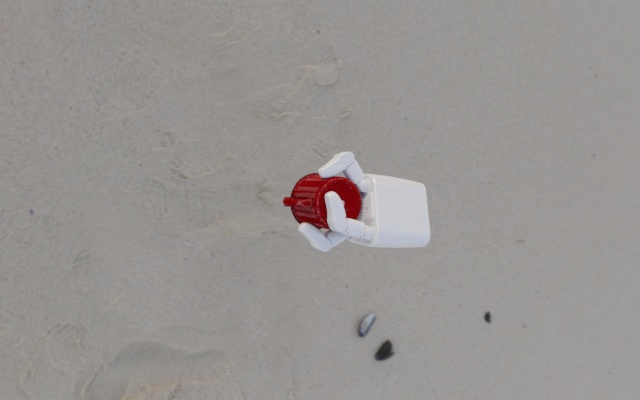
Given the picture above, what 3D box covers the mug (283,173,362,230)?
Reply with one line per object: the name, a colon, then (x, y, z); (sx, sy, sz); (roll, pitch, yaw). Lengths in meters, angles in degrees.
mug: (-0.001, 0.002, 0.738); (0.117, 0.093, 0.081); (4, 1, -28)
